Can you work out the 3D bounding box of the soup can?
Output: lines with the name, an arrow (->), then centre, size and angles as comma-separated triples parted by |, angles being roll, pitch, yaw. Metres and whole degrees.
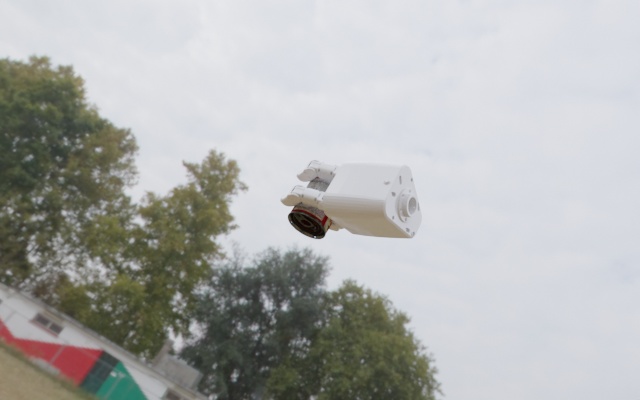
soup can -> 0.000, 0.002, 0.780 | 0.068, 0.102, 0.068 | 23, -30, 14
